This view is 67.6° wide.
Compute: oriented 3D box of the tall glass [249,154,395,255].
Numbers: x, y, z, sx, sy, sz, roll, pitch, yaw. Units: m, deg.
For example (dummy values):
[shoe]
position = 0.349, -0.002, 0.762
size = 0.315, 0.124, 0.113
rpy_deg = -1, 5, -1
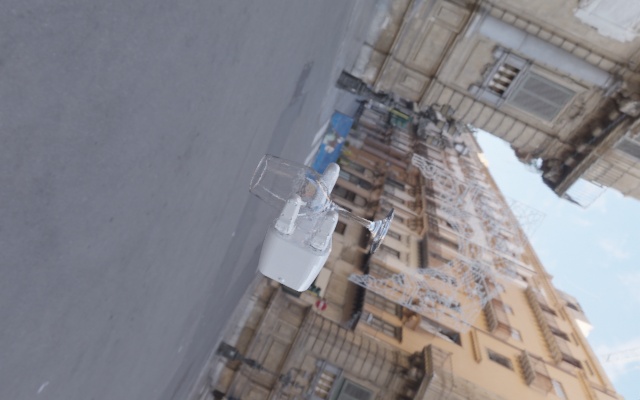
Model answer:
[tall glass]
position = 0.001, 0.002, 0.690
size = 0.201, 0.079, 0.079
rpy_deg = 26, 0, 1
